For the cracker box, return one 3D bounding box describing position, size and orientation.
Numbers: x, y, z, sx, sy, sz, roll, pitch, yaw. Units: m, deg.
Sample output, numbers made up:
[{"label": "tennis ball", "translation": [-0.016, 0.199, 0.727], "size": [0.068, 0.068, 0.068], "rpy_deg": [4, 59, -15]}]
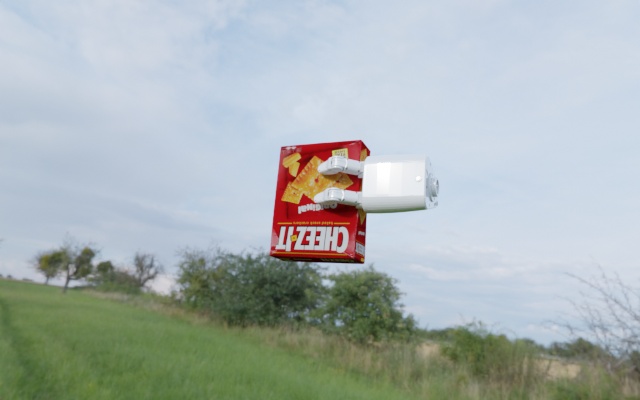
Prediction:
[{"label": "cracker box", "translation": [0.000, 0.003, 0.869], "size": [0.164, 0.213, 0.072], "rpy_deg": [-1, -15, 22]}]
